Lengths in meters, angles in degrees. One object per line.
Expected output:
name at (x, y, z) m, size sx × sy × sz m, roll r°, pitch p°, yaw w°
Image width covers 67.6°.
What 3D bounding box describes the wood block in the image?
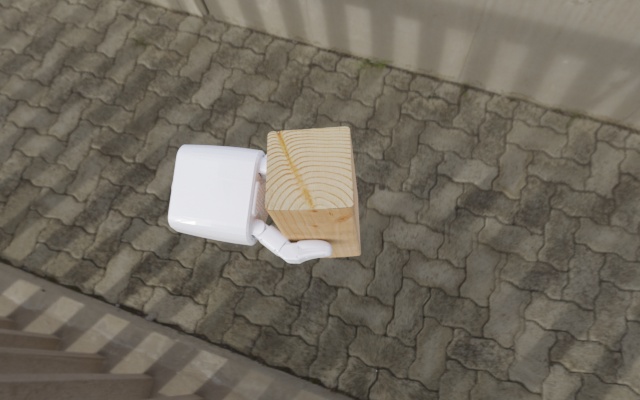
wood block at (0.000, 0.002, 0.578) m, size 0.090 × 0.090 × 0.206 m, roll -3°, pitch -20°, yaw 6°
